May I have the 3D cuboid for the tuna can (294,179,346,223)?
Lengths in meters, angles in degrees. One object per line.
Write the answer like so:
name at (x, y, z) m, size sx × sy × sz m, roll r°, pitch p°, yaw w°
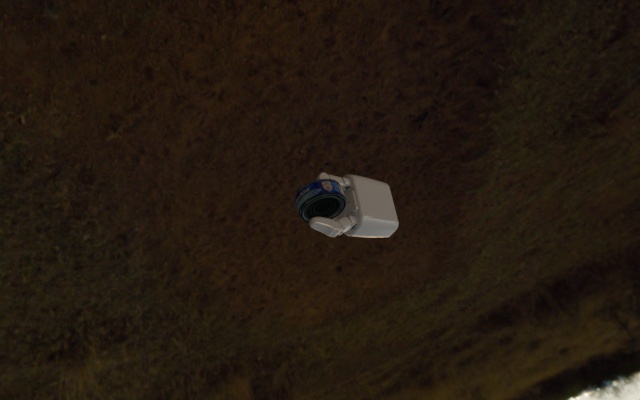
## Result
tuna can at (0.000, 0.003, 0.817) m, size 0.086 × 0.033 × 0.086 m, roll -14°, pitch -34°, yaw -9°
